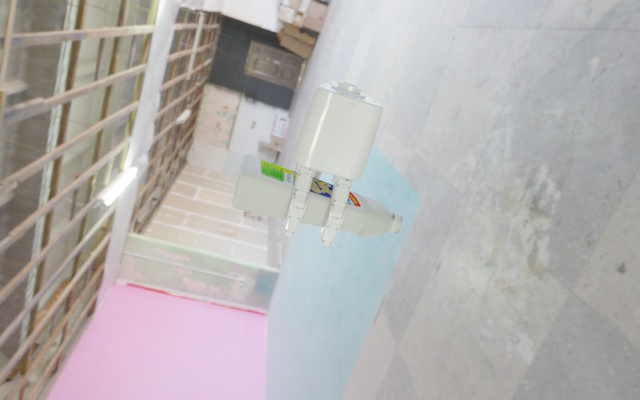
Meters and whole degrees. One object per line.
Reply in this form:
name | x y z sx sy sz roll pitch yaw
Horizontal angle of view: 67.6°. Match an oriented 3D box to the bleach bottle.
bleach bottle | 0.000 0.002 0.710 0.251 0.068 0.102 15 20 -12
